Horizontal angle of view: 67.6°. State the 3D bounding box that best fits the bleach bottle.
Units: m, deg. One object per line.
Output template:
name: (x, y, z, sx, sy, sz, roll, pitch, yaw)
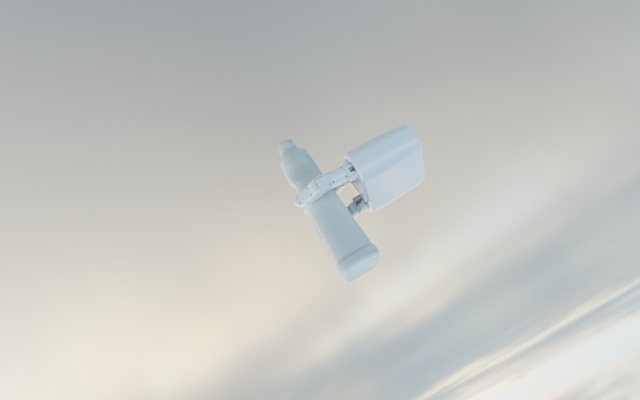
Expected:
bleach bottle: (0.000, 0.003, 0.752, 0.068, 0.250, 0.103, -29, -21, -5)
